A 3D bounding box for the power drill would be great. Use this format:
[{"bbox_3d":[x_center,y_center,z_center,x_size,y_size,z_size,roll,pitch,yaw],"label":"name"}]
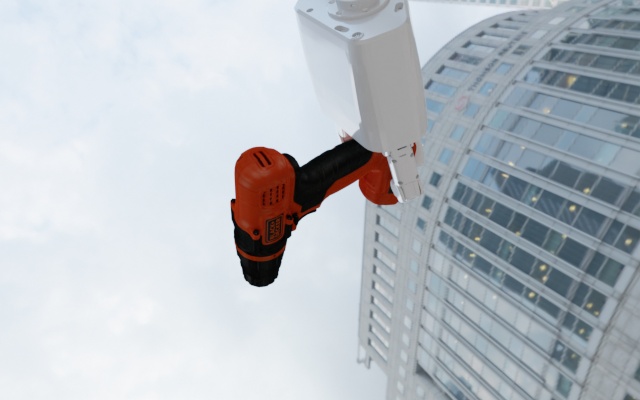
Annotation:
[{"bbox_3d":[0.000,0.001,0.479,0.187,0.057,0.185,-26,-31,-26],"label":"power drill"}]
